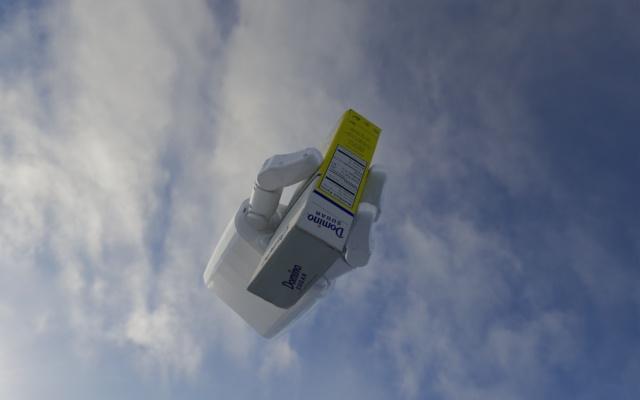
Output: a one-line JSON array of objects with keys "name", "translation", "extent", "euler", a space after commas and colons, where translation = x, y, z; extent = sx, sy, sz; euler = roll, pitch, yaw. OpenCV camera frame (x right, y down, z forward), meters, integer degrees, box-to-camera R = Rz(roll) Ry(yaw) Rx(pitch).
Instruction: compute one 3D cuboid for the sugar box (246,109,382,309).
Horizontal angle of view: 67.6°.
[{"name": "sugar box", "translation": [0.000, 0.002, 0.417], "extent": [0.048, 0.176, 0.093], "euler": [30, -49, -9]}]
